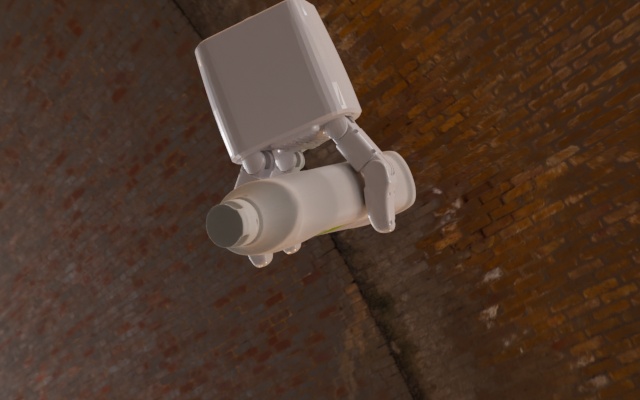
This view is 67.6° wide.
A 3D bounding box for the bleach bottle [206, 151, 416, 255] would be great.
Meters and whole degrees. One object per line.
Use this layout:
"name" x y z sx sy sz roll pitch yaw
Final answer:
"bleach bottle" 0.000 0.001 0.409 0.102 0.068 0.251 -23 -5 26
